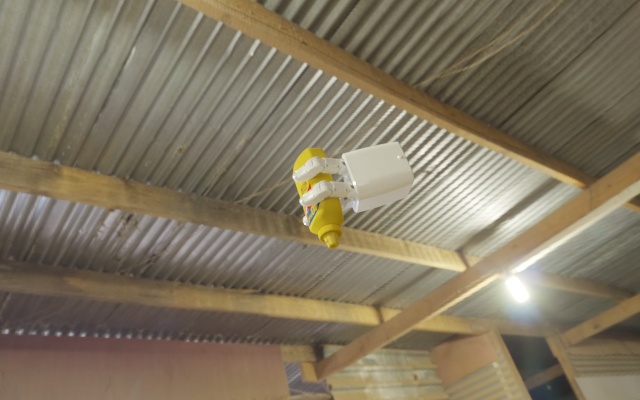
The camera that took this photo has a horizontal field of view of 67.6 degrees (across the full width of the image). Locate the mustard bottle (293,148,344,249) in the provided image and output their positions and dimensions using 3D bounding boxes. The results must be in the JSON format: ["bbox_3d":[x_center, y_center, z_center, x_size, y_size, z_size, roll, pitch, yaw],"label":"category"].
[{"bbox_3d":[0.000,0.003,0.866,0.058,0.191,0.096,0,-38,-24],"label":"mustard bottle"}]
